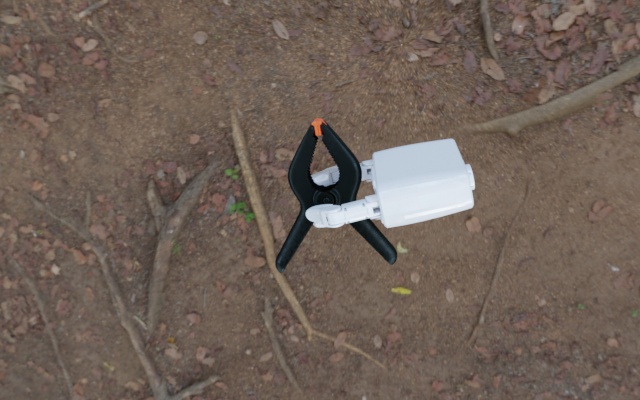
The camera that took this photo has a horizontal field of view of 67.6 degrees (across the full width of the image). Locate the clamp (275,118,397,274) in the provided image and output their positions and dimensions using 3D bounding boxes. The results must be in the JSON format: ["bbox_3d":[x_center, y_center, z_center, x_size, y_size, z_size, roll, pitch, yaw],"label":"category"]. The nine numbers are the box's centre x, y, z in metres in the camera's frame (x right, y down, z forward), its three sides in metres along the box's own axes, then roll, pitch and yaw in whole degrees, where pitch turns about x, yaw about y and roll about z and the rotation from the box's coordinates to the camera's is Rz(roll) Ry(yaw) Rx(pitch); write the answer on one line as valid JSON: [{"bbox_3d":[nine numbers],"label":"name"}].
[{"bbox_3d":[0.000,0.002,0.622,0.164,0.210,0.036,-12,16,8],"label":"clamp"}]
